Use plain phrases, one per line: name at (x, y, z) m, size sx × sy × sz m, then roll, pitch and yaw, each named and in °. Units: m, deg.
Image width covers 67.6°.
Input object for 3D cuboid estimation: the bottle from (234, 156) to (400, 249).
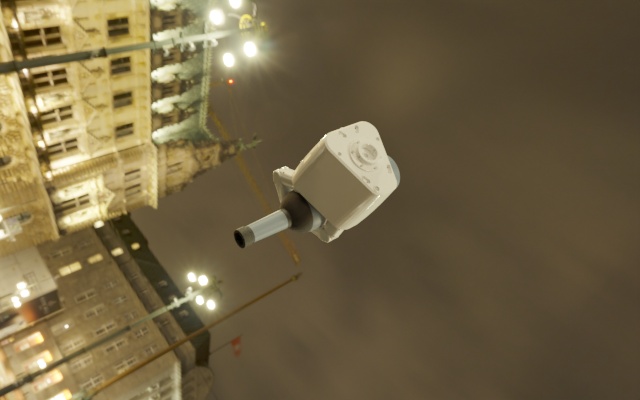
bottle at (0.000, 0.002, 0.724) m, size 0.295 × 0.069 × 0.069 m, roll -25°, pitch 15°, yaw -35°
